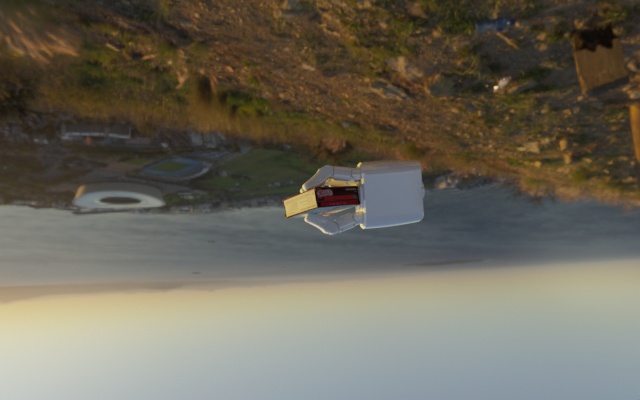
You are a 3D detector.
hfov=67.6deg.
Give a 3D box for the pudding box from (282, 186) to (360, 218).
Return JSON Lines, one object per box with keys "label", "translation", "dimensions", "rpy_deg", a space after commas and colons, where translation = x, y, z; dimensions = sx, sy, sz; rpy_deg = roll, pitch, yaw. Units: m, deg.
{"label": "pudding box", "translation": [0.000, 0.003, 0.831], "dimensions": [0.090, 0.039, 0.113], "rpy_deg": [-2, -11, -34]}
